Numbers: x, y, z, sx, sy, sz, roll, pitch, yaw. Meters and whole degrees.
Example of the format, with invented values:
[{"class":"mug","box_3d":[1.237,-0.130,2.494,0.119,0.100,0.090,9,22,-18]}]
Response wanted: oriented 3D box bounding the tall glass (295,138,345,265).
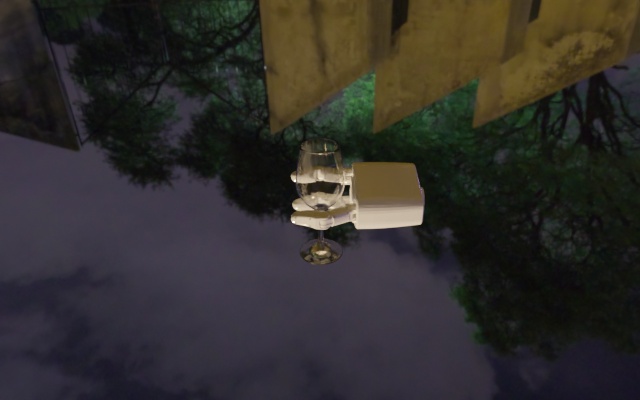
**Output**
[{"class":"tall glass","box_3d":[0.000,0.003,0.773,0.079,0.201,0.079,-1,31,1]}]
